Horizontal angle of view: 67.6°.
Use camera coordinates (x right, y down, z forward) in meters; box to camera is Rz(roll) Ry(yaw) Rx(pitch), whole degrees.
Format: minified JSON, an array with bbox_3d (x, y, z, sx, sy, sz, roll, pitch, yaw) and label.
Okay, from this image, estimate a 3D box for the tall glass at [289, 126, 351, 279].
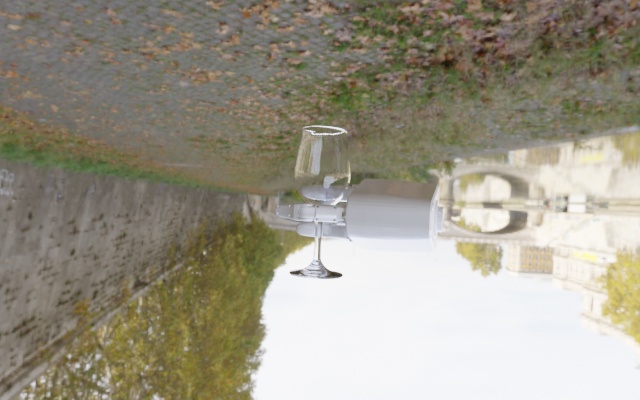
[{"bbox_3d":[0.000,0.003,0.655,0.079,0.201,0.079,3,0,0],"label":"tall glass"}]
